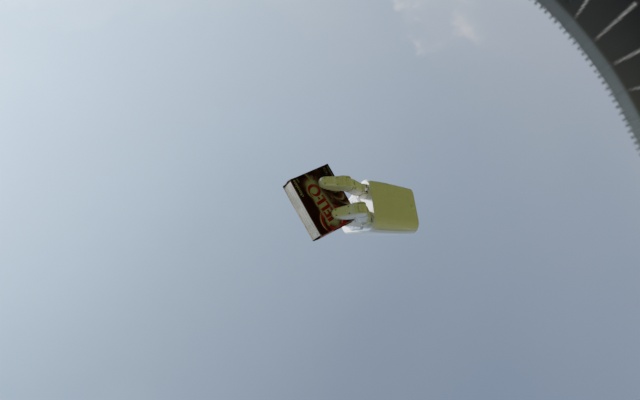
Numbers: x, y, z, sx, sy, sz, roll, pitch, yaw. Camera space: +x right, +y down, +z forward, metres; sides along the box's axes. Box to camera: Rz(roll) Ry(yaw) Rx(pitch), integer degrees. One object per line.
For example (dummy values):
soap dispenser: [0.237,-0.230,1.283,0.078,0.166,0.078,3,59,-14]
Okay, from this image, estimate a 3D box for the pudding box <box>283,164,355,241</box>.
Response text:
pudding box: [0.000,0.003,0.833,0.090,0.113,0.039,-26,-9,-37]
